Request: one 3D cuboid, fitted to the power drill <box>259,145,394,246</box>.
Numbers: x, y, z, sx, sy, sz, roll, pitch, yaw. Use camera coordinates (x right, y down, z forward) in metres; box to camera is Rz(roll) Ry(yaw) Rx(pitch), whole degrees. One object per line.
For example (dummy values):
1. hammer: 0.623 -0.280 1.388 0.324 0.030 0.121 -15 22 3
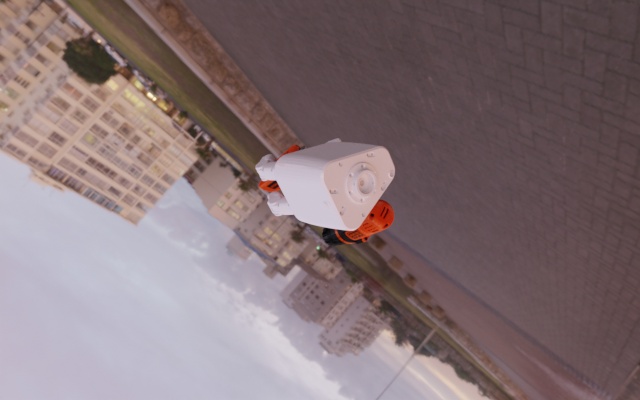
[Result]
1. power drill: 0.000 0.002 0.749 0.188 0.057 0.184 34 -28 -14
